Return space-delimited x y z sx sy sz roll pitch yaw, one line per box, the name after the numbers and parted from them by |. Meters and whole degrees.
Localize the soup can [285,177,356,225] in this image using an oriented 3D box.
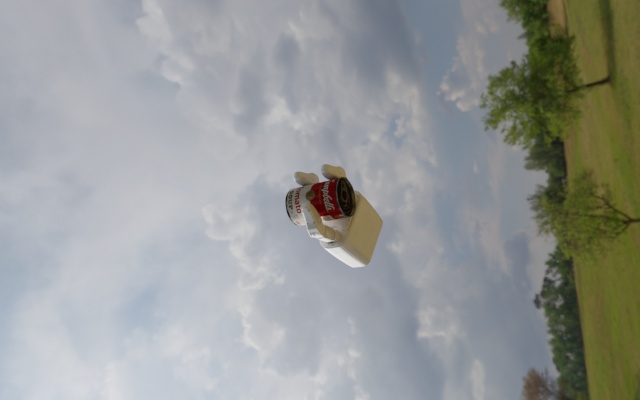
0.000 0.003 0.812 0.102 0.068 0.068 -11 -6 29 | soup can
